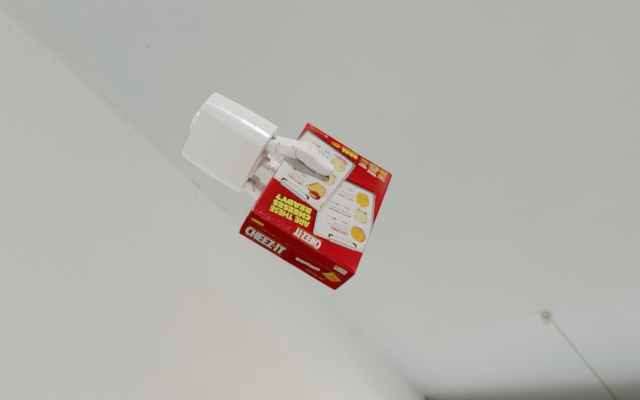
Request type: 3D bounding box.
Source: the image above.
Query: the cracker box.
[{"bbox_3d":[0.000,0.002,0.716,0.164,0.213,0.072,31,-42,-5],"label":"cracker box"}]
